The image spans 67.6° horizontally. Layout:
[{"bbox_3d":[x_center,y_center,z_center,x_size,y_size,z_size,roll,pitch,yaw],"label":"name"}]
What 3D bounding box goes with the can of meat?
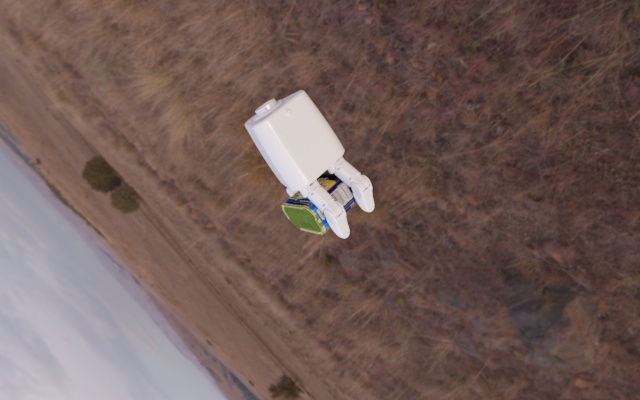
[{"bbox_3d":[0.000,0.003,0.718,0.084,0.057,0.102,-42,22,-22],"label":"can of meat"}]
